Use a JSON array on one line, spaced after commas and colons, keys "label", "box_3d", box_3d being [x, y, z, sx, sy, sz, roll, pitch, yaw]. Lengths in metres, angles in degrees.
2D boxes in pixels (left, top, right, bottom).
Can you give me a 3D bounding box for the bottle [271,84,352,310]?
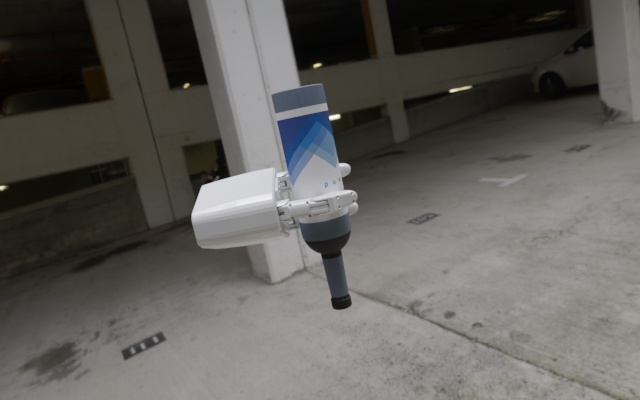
[{"label": "bottle", "box_3d": [0.000, 0.002, 0.626, 0.069, 0.296, 0.069, -11, 10, 2]}]
